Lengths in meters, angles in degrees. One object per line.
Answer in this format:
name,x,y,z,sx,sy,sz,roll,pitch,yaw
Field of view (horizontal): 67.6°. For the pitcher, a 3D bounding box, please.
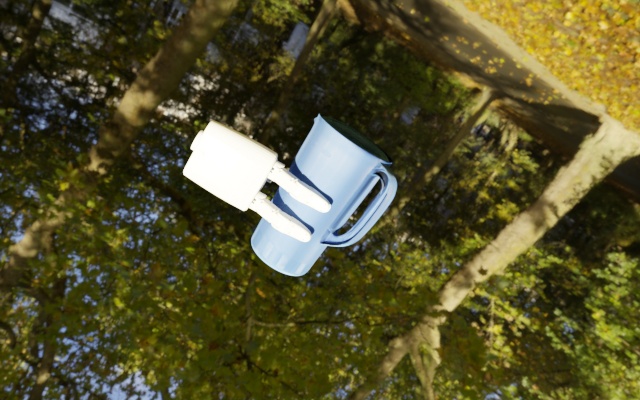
pitcher,0.000,0.002,0.742,0.145,0.243,0.149,30,17,-12
